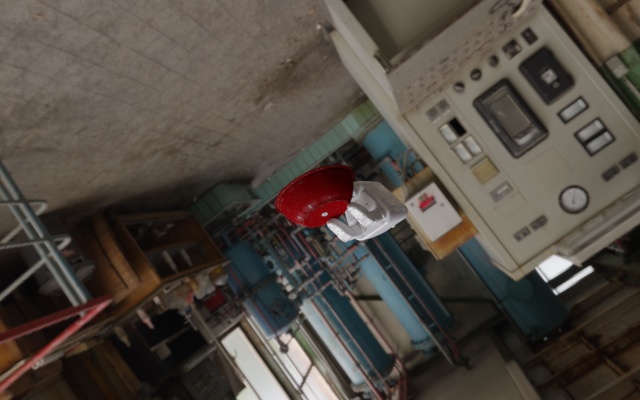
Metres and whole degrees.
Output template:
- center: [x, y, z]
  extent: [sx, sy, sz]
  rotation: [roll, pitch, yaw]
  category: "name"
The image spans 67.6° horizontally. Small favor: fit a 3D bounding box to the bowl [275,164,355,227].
- center: [-0.001, 0.003, 0.881]
  extent: [0.162, 0.055, 0.162]
  rotation: [-20, -25, -10]
  category: "bowl"
